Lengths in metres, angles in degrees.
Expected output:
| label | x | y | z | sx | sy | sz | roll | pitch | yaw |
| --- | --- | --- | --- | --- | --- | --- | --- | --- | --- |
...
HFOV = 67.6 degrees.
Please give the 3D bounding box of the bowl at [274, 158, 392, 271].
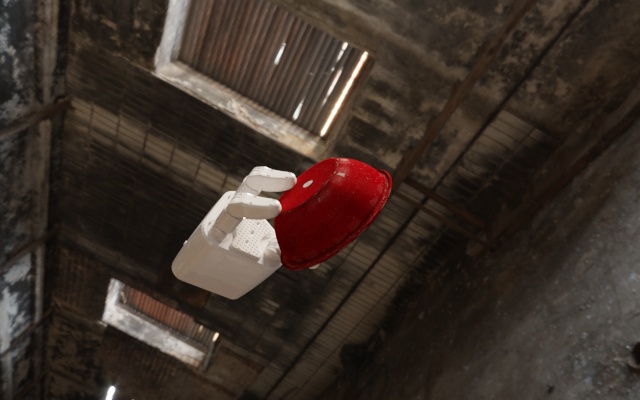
| label | x | y | z | sx | sy | sz | roll | pitch | yaw |
| --- | --- | --- | --- | --- | --- | --- | --- | --- | --- |
| bowl | 0.001 | 0.001 | 0.545 | 0.162 | 0.055 | 0.162 | -35 | 20 | 15 |
